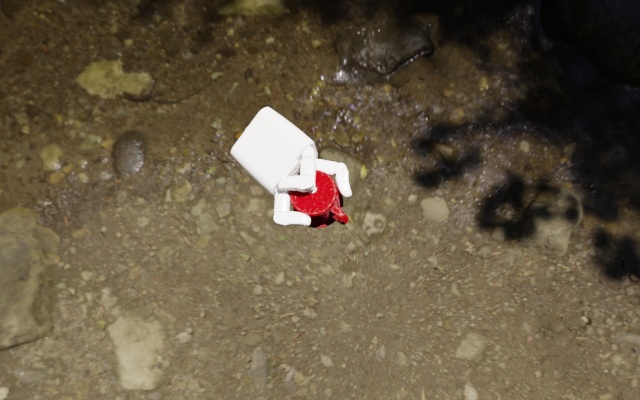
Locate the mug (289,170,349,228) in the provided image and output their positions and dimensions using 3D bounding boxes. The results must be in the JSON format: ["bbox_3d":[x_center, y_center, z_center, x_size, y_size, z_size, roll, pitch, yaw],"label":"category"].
[{"bbox_3d":[0.001,0.004,0.829,0.117,0.093,0.081,39,-7,14],"label":"mug"}]
